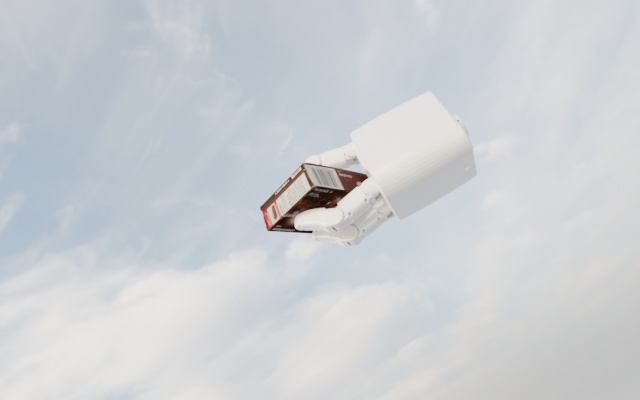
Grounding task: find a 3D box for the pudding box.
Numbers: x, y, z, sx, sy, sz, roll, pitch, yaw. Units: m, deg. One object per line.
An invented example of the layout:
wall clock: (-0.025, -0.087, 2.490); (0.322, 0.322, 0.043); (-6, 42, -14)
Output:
pudding box: (0.000, 0.002, 0.563); (0.113, 0.039, 0.090); (9, -42, -43)
